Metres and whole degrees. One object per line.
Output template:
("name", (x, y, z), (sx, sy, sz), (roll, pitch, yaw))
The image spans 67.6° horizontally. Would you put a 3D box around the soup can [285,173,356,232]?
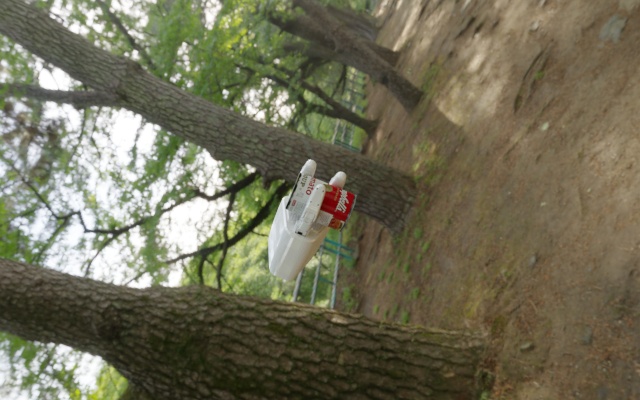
("soup can", (0.000, 0.002, 0.797), (0.102, 0.068, 0.068), (22, -2, -4))
